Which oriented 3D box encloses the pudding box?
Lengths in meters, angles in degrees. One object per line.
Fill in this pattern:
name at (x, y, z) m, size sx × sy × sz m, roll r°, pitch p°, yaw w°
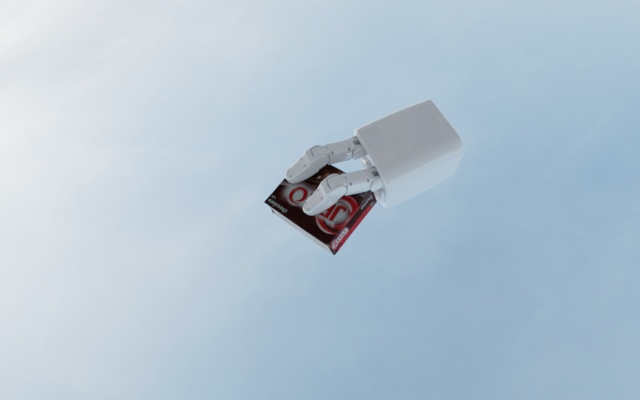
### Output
pudding box at (0.000, 0.002, 0.600) m, size 0.113 × 0.090 × 0.039 m, roll 31°, pitch -17°, yaw 31°
